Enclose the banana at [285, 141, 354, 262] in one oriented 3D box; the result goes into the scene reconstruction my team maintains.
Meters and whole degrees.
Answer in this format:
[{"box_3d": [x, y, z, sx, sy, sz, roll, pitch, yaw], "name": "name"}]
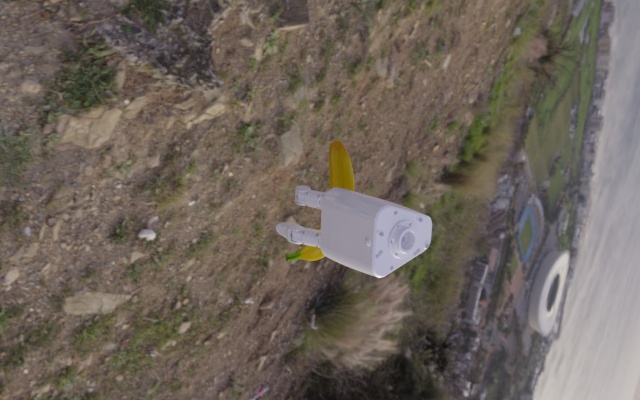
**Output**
[{"box_3d": [0.015, 0.011, 0.721, 0.069, 0.198, 0.037, 21, 2, -25], "name": "banana"}]
